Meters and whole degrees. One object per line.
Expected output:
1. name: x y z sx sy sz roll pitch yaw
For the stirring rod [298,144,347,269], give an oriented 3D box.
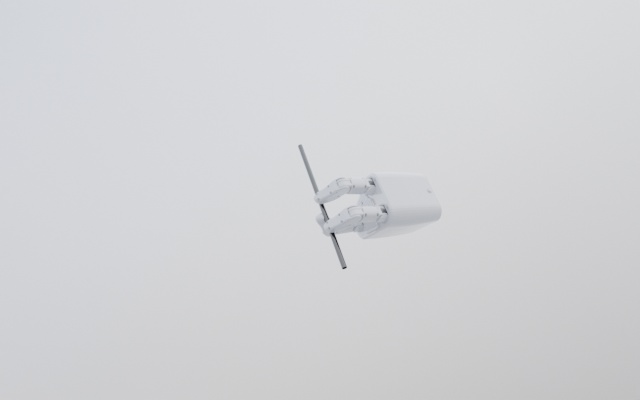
1. stirring rod: 0.000 0.003 0.765 0.011 0.239 0.011 -15 -31 -9
